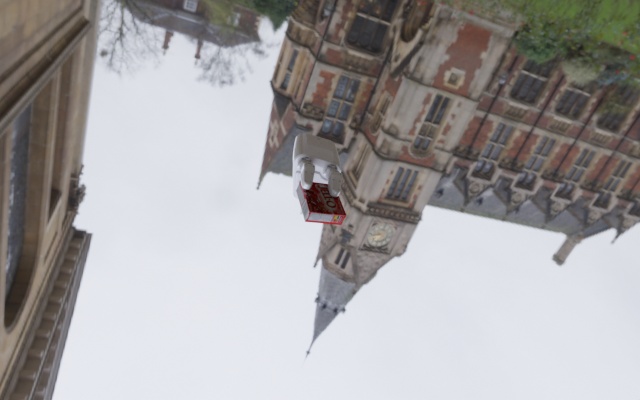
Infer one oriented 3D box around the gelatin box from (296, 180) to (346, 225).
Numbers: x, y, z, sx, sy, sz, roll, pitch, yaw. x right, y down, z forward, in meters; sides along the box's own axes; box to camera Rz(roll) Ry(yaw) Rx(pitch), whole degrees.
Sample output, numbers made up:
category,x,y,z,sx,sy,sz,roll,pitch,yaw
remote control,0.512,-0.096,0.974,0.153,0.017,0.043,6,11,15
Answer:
category,x,y,z,sx,sy,sz,roll,pitch,yaw
gelatin box,0.000,0.003,0.882,0.073,0.030,0.089,7,40,-23
